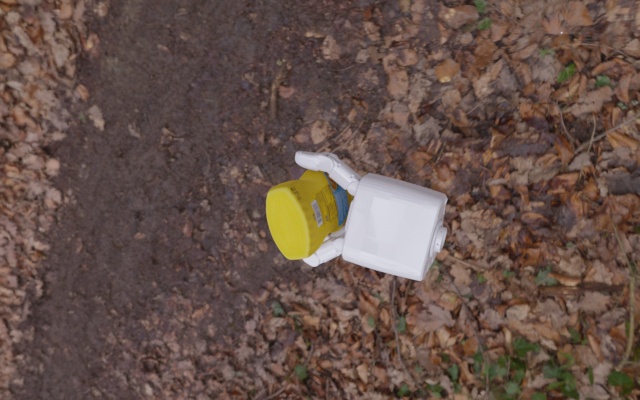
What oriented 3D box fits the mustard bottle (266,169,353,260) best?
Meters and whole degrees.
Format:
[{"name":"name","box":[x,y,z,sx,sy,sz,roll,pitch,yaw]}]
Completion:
[{"name":"mustard bottle","box":[0.000,0.002,0.659,0.058,0.096,0.191,-11,12,30]}]
